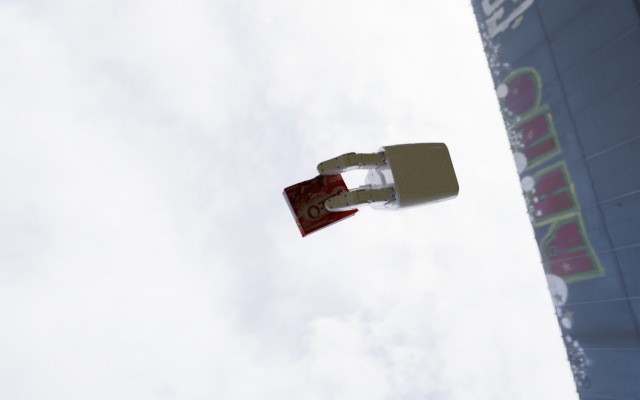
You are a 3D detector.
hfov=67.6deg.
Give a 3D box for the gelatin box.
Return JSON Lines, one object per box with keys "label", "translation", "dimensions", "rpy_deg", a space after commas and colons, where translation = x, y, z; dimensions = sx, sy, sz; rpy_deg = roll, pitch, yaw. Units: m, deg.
{"label": "gelatin box", "translation": [0.000, 0.002, 0.680], "dimensions": [0.089, 0.073, 0.030], "rpy_deg": [-22, -9, -16]}
